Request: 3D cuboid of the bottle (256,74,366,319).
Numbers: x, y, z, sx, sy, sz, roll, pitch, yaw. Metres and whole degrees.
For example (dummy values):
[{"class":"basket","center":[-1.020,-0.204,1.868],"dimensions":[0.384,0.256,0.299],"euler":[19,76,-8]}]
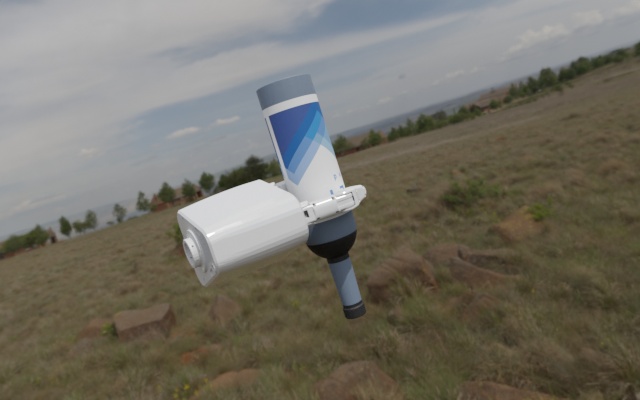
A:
[{"class":"bottle","center":[0.000,0.002,0.575],"dimensions":[0.069,0.296,0.069],"euler":[-17,6,2]}]
